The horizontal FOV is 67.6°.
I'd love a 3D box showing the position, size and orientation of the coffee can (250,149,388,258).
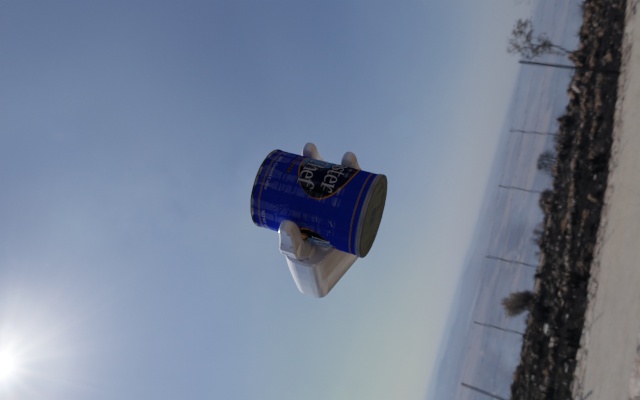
[{"bbox_3d":[0.000,0.002,0.586,0.140,0.103,0.103,15,5,17],"label":"coffee can"}]
